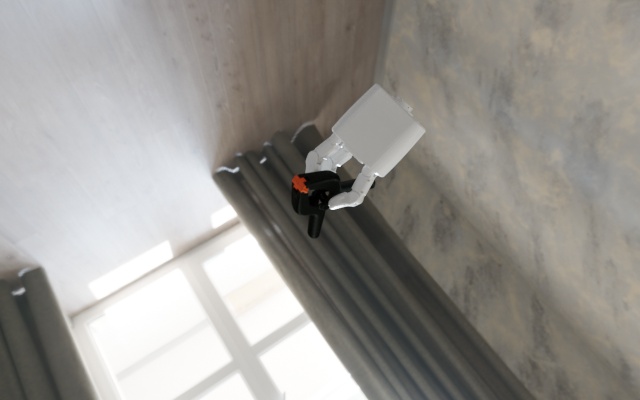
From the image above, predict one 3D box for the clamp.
[{"bbox_3d":[0.001,0.003,0.837,0.164,0.036,0.210,-46,-26,15],"label":"clamp"}]
